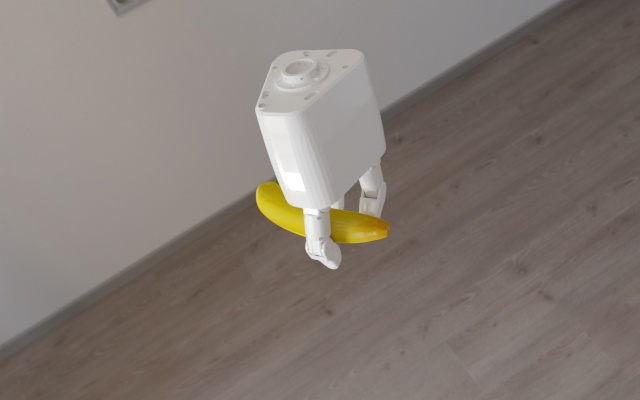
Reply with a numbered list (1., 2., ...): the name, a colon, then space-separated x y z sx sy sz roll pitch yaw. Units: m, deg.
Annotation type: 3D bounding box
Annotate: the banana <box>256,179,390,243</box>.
1. banana: -0.016 0.010 0.529 0.069 0.037 0.197 -34 38 -27
